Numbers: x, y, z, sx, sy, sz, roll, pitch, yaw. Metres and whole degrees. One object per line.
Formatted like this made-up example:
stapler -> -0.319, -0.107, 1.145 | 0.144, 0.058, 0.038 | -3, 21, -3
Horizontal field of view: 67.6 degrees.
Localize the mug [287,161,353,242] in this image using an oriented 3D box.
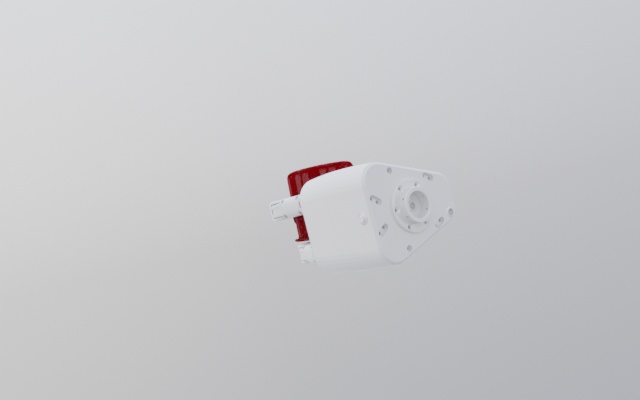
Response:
mug -> -0.001, 0.002, 0.582 | 0.093, 0.081, 0.117 | -11, -2, -35
